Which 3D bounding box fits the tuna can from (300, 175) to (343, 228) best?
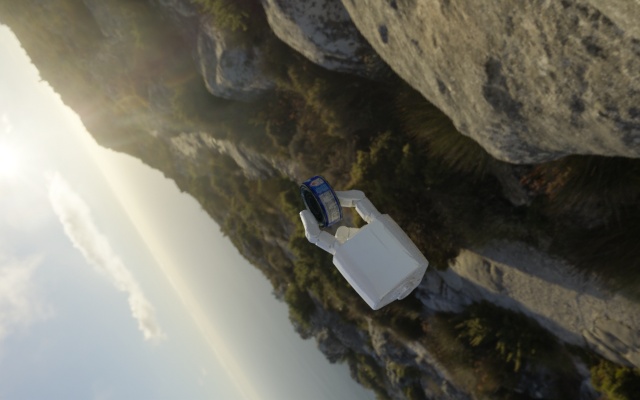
[{"bbox_3d":[0.000,0.003,0.795,0.033,0.086,0.086,-28,9,-17],"label":"tuna can"}]
